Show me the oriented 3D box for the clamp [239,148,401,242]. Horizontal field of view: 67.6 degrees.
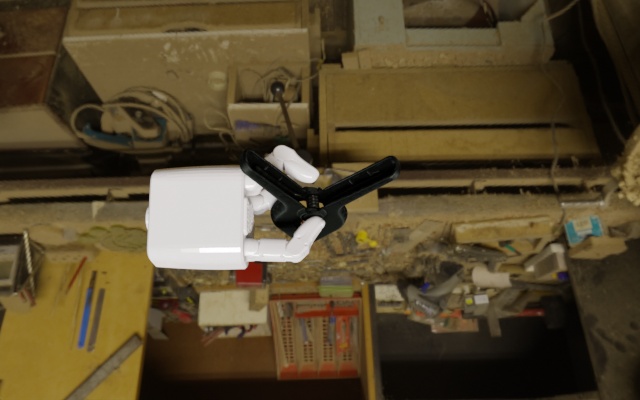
[{"bbox_3d":[0.000,0.003,0.561,0.164,0.036,0.210,0,-27,-1],"label":"clamp"}]
